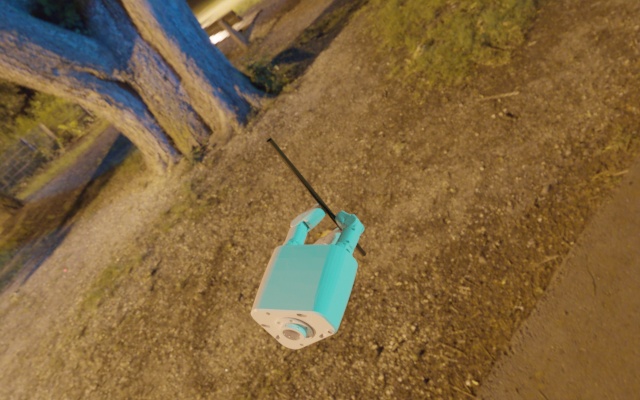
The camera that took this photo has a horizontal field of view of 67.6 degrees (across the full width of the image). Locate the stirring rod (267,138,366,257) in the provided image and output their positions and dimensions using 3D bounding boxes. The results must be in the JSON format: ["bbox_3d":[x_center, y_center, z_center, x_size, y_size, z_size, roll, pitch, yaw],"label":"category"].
[{"bbox_3d":[0.000,0.002,0.686,0.011,0.011,0.240,0,-43,50],"label":"stirring rod"}]
